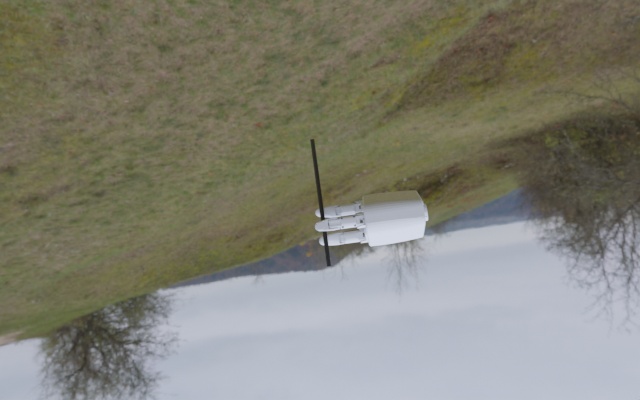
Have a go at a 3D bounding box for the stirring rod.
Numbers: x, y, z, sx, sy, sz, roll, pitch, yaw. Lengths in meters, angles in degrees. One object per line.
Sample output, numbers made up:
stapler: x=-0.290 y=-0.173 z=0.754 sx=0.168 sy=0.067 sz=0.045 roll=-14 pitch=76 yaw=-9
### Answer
stirring rod: x=0.000 y=0.003 z=0.896 sx=0.011 sy=0.239 sz=0.011 roll=-8 pitch=-5 yaw=-1
